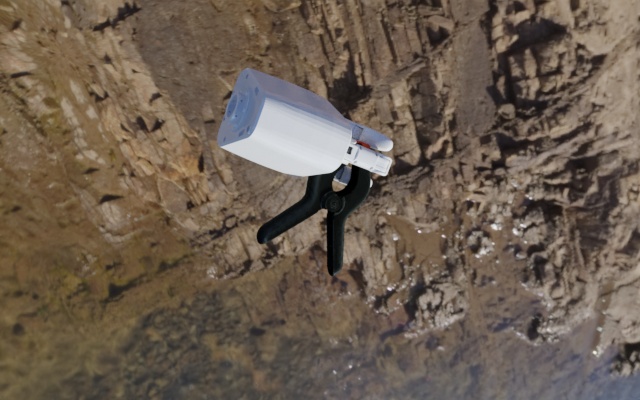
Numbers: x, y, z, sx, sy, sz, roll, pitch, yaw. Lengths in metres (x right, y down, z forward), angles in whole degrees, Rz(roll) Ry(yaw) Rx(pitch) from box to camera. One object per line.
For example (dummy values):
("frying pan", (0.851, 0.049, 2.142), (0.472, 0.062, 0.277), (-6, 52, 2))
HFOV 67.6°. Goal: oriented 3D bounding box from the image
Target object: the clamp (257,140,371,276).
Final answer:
("clamp", (0.000, 0.002, 0.574), (0.120, 0.171, 0.039), (17, 7, -30))
